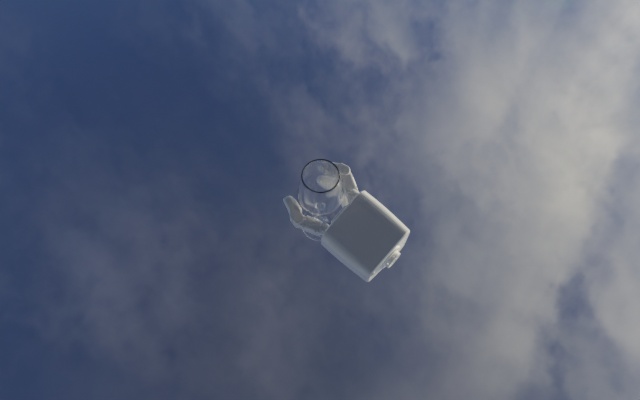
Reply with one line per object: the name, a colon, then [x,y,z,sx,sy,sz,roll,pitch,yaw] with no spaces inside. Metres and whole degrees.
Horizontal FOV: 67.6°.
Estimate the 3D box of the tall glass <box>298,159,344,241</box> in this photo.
tall glass: [0.000,0.003,0.846,0.079,0.079,0.201,0,-25,0]
